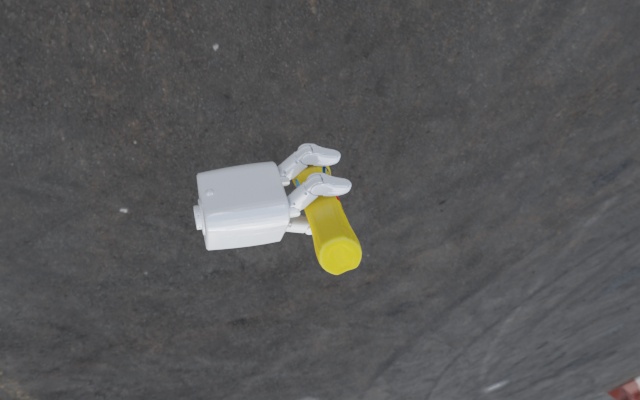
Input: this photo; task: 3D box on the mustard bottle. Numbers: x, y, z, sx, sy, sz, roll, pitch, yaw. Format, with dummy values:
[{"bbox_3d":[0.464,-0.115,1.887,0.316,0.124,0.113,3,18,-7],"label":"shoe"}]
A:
[{"bbox_3d":[0.001,0.002,0.669,0.058,0.191,0.096,-22,-35,3],"label":"mustard bottle"}]
